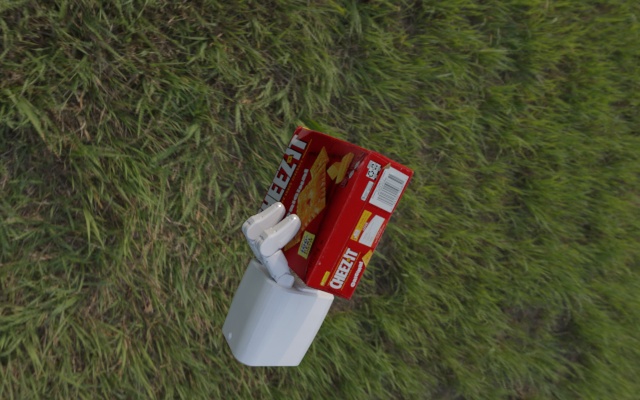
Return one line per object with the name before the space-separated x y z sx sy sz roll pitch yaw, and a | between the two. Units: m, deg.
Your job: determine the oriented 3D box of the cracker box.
cracker box | 0.000 0.002 0.608 0.072 0.164 0.213 24 5 -29
